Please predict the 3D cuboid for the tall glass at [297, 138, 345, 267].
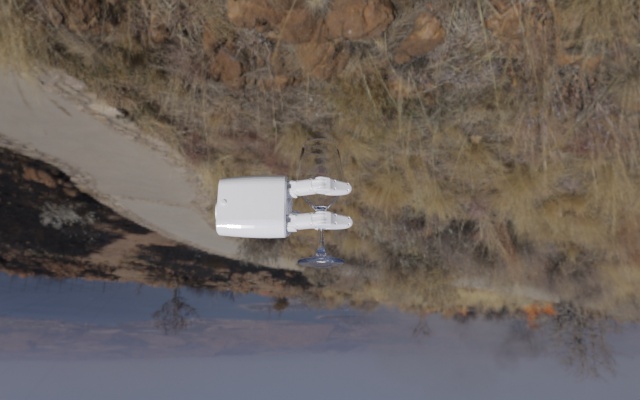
[{"bbox_3d":[0.000,0.003,0.775,0.079,0.201,0.079,0,-19,0],"label":"tall glass"}]
